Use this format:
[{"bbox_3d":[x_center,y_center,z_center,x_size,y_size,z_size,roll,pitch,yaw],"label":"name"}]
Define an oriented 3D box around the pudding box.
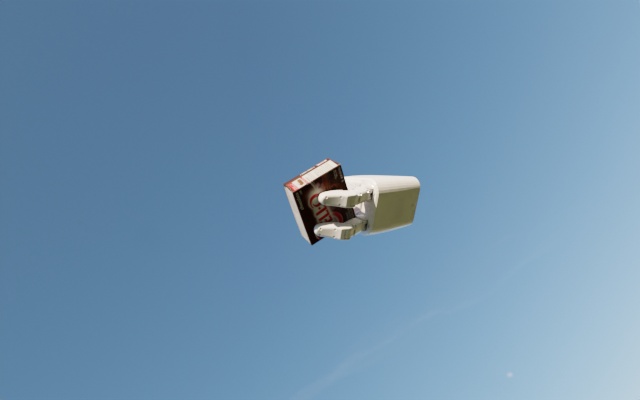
[{"bbox_3d":[0.000,0.002,0.754,0.090,0.114,0.039,-32,36,-18],"label":"pudding box"}]
